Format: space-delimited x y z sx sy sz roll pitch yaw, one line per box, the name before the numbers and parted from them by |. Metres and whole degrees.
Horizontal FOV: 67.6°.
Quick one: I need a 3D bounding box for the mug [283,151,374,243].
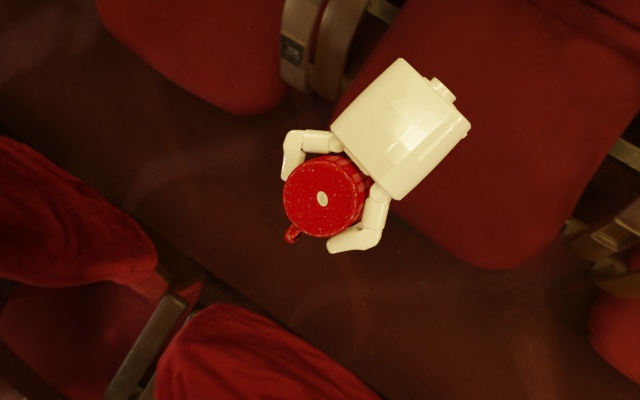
mug | -0.001 0.003 0.522 0.117 0.093 0.081 -46 -5 15
